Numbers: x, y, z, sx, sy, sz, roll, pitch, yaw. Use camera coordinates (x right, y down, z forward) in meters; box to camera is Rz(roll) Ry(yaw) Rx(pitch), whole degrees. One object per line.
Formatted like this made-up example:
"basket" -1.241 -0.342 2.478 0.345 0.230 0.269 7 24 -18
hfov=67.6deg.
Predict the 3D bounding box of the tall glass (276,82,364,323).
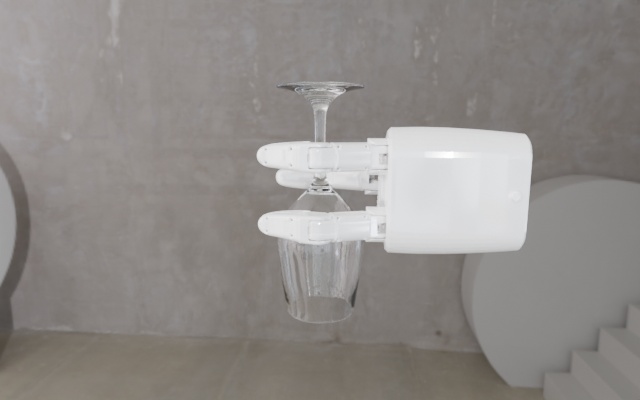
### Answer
"tall glass" 0.000 0.001 0.418 0.079 0.201 0.079 0 10 0
